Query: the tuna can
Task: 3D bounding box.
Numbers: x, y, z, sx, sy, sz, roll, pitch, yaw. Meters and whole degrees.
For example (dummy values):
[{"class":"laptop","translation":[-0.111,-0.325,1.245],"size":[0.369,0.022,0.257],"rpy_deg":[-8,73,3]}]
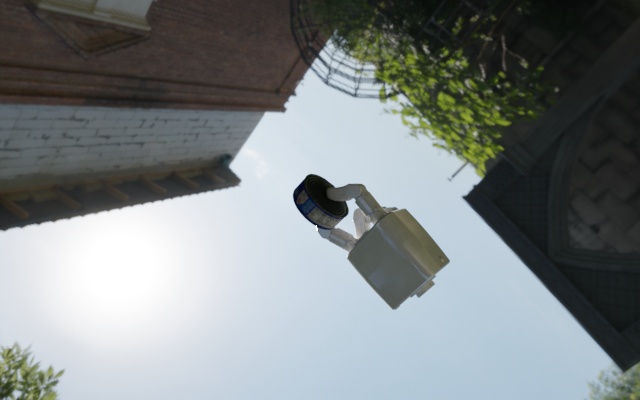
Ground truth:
[{"class":"tuna can","translation":[0.000,0.003,0.721],"size":[0.034,0.086,0.086],"rpy_deg":[-45,-24,26]}]
